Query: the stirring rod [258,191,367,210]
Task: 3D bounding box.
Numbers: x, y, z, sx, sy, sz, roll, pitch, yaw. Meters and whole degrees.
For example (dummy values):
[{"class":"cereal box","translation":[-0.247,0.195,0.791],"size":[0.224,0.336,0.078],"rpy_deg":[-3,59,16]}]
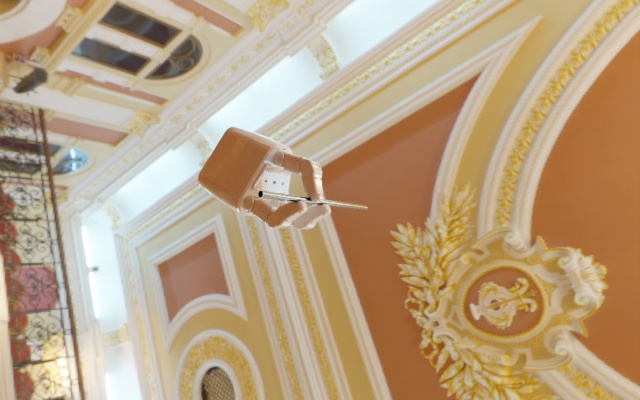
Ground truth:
[{"class":"stirring rod","translation":[0.000,0.002,0.656],"size":[0.011,0.011,0.239],"rpy_deg":[0,-5,36]}]
